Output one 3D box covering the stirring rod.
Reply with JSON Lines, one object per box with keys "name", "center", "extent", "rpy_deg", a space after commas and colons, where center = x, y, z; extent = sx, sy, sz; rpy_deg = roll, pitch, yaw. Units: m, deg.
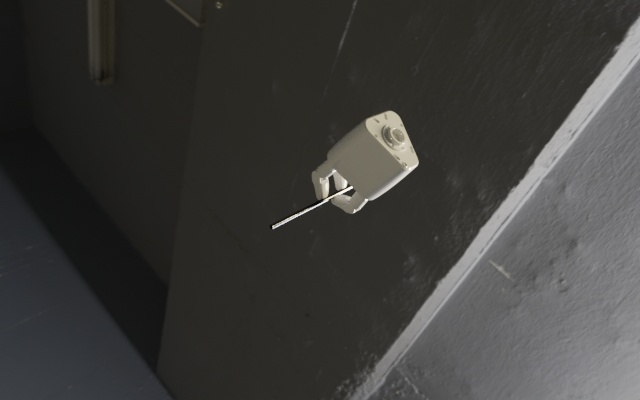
{"name": "stirring rod", "center": [0.000, 0.003, 0.857], "extent": [0.011, 0.011, 0.239], "rpy_deg": [0, 20, 45]}
